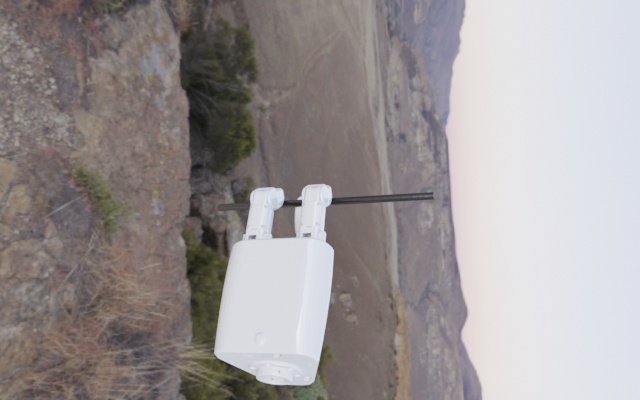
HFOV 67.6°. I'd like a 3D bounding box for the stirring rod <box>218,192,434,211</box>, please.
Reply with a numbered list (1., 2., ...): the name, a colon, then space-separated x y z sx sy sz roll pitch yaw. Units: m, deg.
1. stirring rod: 0.000 0.002 0.522 0.239 0.011 0.011 -3 -1 14
